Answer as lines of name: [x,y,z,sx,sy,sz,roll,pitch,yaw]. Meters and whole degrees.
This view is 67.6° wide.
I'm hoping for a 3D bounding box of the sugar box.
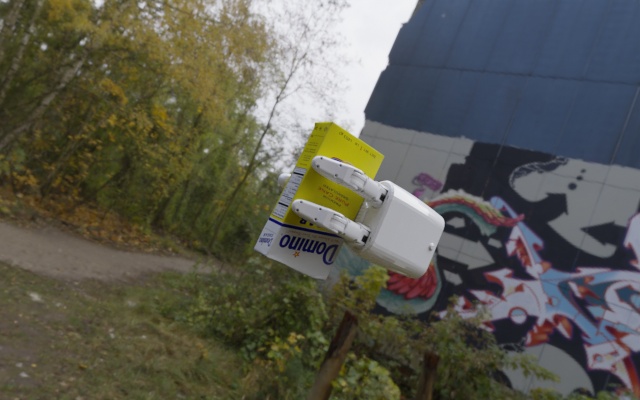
sugar box: [0.001,0.002,0.584,0.093,0.176,0.048,28,-8,-31]
